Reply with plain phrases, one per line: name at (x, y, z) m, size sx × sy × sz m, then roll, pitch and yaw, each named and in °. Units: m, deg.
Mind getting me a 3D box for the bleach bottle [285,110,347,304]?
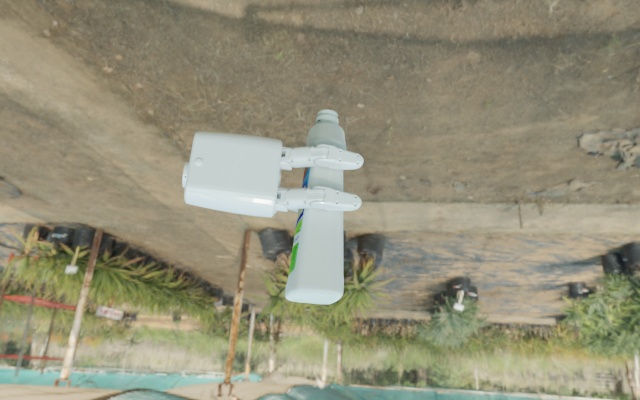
bleach bottle at (0.000, 0.002, 0.624) m, size 0.068 × 0.250 × 0.103 m, roll 7°, pitch -20°, yaw -8°
